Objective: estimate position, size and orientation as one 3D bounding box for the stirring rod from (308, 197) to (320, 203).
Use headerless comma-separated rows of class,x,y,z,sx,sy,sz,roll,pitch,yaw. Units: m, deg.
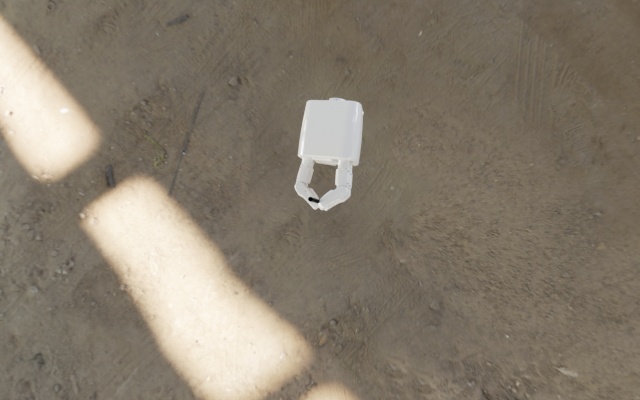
stirring rod,0.000,0.003,0.888,0.011,0.011,0.239,0,-2,8
